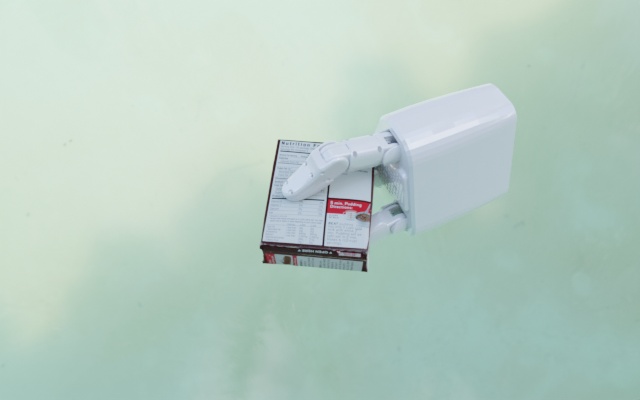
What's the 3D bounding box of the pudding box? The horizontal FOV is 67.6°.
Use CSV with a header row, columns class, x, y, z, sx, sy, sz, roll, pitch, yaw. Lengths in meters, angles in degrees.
class,x,y,z,sx,sy,sz,roll,pitch,yaw
pudding box,0.000,0.001,0.413,0.090,0.113,0.039,4,-34,4
